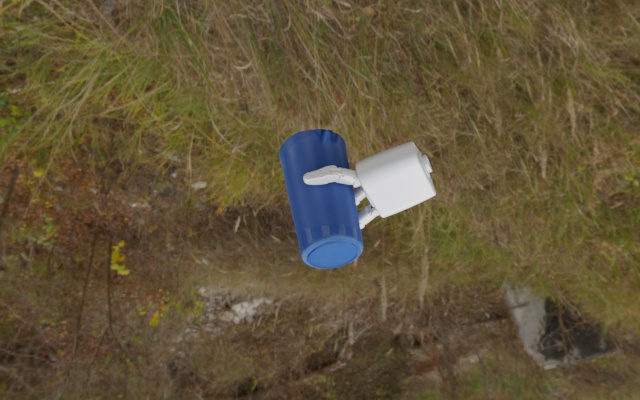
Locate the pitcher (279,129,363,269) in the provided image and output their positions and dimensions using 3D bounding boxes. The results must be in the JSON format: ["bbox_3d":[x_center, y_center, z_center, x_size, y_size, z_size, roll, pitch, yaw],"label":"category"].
[{"bbox_3d":[0.000,0.003,0.884,0.145,0.242,0.149,-22,-36,16],"label":"pitcher"}]
